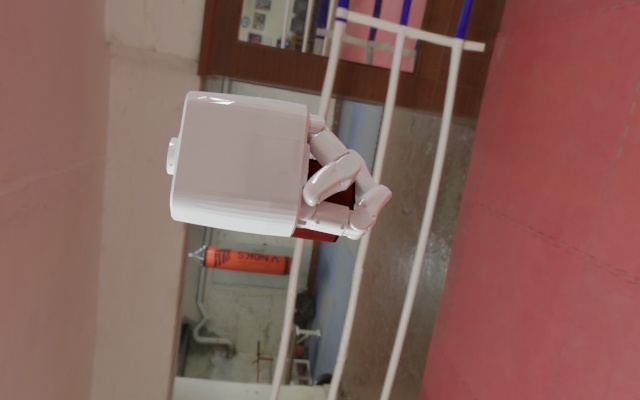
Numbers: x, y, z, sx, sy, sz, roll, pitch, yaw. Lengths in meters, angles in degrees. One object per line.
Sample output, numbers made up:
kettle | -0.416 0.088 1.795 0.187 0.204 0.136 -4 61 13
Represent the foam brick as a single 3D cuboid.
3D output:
foam brick | 0.000 0.002 0.476 0.051 0.053 0.078 7 -29 -10
